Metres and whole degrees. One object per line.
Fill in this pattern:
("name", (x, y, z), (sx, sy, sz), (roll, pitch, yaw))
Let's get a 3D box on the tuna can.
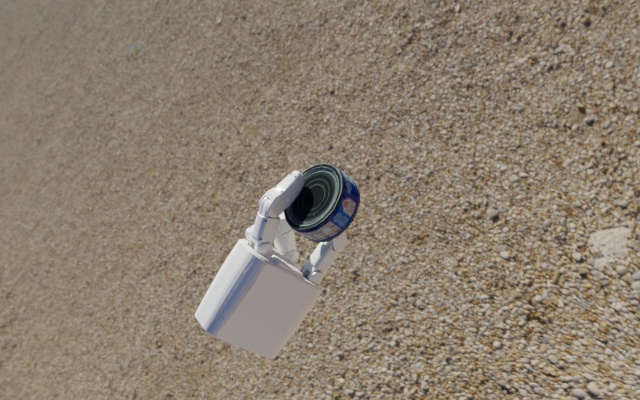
("tuna can", (0.000, 0.001, 0.537), (0.086, 0.086, 0.034), (0, -26, 42))
